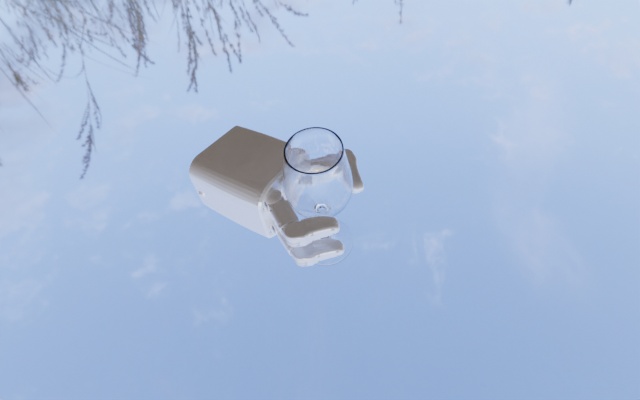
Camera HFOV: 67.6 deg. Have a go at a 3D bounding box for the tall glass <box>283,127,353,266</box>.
[{"bbox_3d":[0.000,0.002,0.567,0.079,0.079,0.201,0,-32,5],"label":"tall glass"}]
